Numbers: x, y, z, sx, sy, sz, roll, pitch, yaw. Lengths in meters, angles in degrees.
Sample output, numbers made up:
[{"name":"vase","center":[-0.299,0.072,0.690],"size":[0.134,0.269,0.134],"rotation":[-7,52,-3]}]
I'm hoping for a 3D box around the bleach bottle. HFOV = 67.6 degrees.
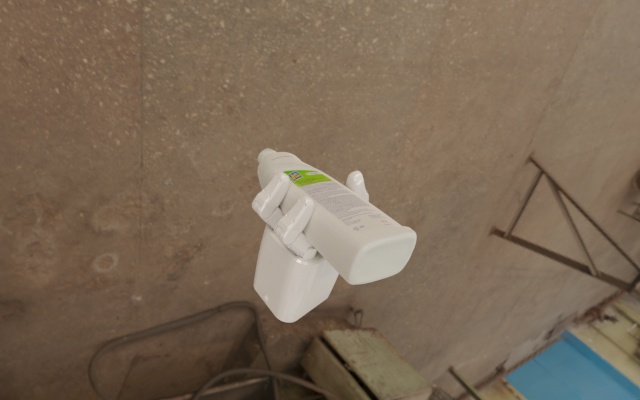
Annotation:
[{"name":"bleach bottle","center":[0.000,0.002,0.616],"size":[0.102,0.068,0.250],"rotation":[-7,36,-39]}]
